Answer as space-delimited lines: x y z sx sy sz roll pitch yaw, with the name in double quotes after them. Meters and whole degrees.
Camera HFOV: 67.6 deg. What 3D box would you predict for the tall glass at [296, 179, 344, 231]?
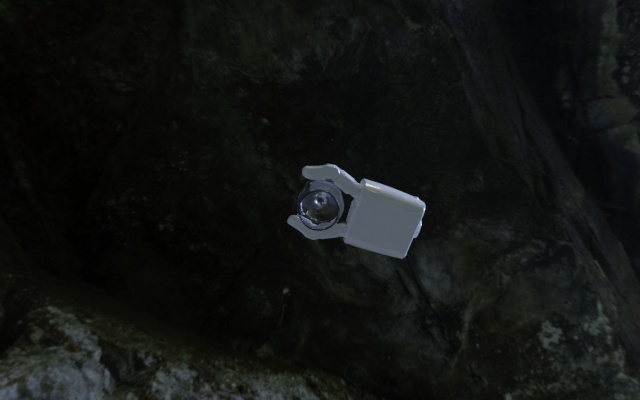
0.000 0.003 0.808 0.079 0.079 0.201 0 7 2 "tall glass"
